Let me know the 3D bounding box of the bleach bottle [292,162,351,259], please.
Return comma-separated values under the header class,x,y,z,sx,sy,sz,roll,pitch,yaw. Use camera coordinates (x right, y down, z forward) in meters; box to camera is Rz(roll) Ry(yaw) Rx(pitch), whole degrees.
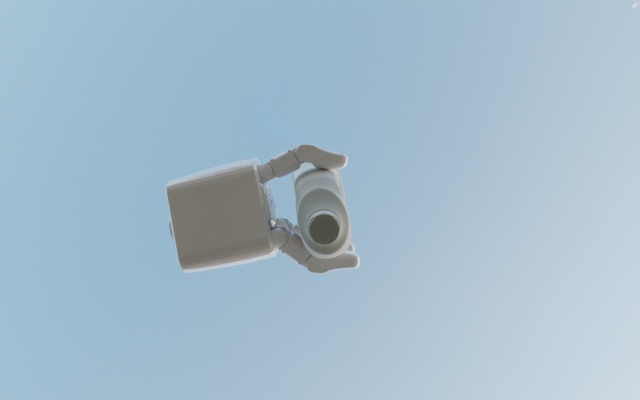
class,x,y,z,sx,sy,sz,roll,pitch,yaw
bleach bottle,0.000,0.002,0.553,0.068,0.102,0.251,-13,7,1
